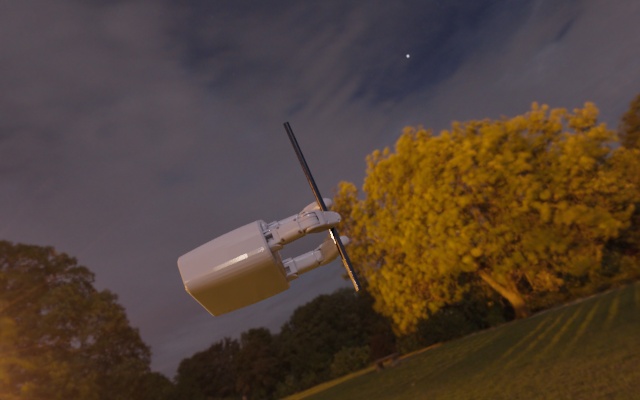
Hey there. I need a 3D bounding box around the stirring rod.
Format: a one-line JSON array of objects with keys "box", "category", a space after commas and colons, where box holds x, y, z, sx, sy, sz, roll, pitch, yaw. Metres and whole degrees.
[{"box": [0.000, 0.002, 0.605, 0.011, 0.239, 0.011, -22, -17, -7], "category": "stirring rod"}]
